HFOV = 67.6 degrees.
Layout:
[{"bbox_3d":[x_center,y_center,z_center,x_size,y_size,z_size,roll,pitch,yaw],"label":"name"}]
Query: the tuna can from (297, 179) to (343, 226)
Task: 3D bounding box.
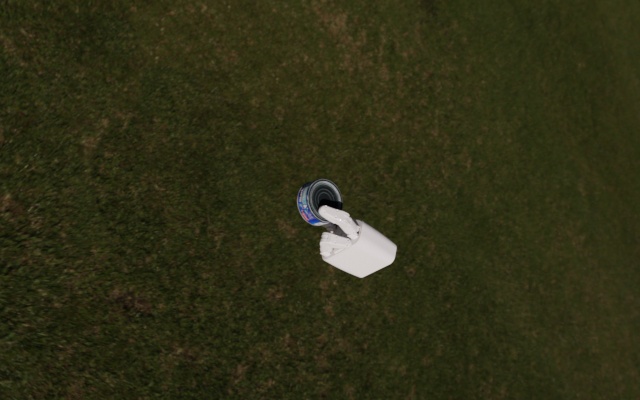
[{"bbox_3d":[0.000,0.003,0.896,0.086,0.086,0.034,0,-10,-38],"label":"tuna can"}]
